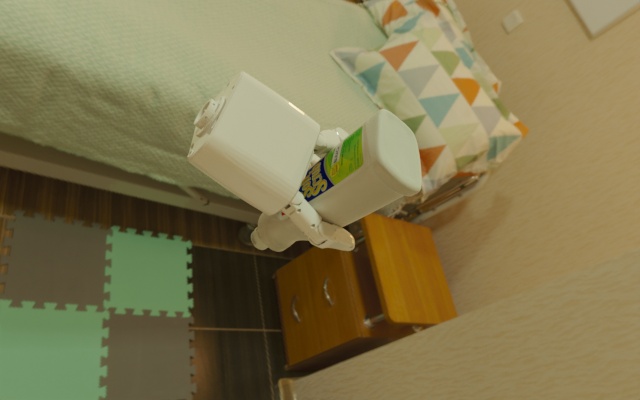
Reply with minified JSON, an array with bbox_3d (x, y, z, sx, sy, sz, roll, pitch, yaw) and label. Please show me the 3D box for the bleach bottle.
[{"bbox_3d":[0.000,0.002,0.563,0.068,0.102,0.251,33,-49,-27],"label":"bleach bottle"}]
